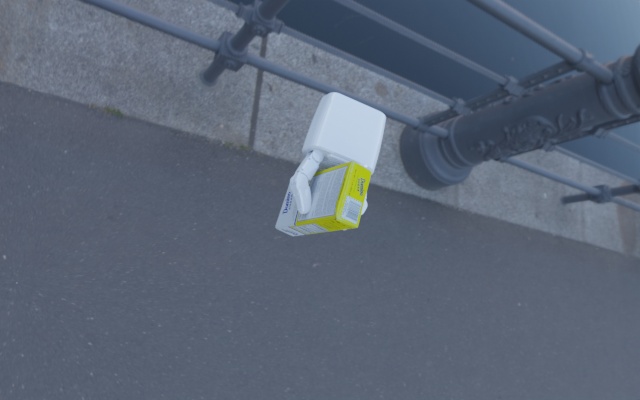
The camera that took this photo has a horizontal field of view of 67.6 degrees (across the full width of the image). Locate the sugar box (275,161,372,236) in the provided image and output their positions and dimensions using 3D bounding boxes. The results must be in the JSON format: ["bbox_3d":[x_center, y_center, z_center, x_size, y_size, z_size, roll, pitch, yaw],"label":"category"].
[{"bbox_3d":[0.001,0.003,0.749,0.048,0.093,0.176,26,-21,-26],"label":"sugar box"}]
